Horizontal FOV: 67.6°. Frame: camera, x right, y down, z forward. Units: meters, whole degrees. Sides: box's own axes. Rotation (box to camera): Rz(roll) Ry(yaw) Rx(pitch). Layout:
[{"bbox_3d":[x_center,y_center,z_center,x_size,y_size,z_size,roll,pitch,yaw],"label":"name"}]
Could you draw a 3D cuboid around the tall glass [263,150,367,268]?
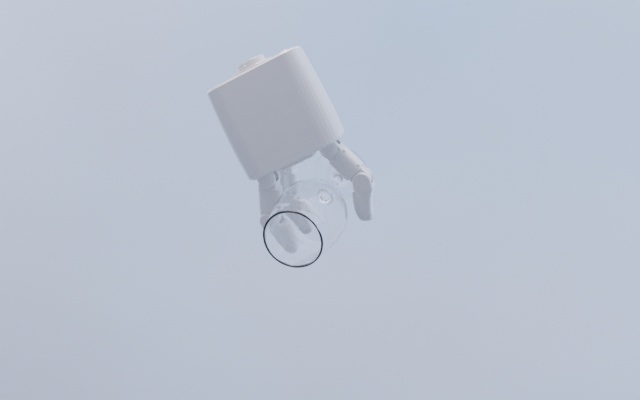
[{"bbox_3d":[0.000,0.002,0.548,0.079,0.079,0.201,0,22,17],"label":"tall glass"}]
